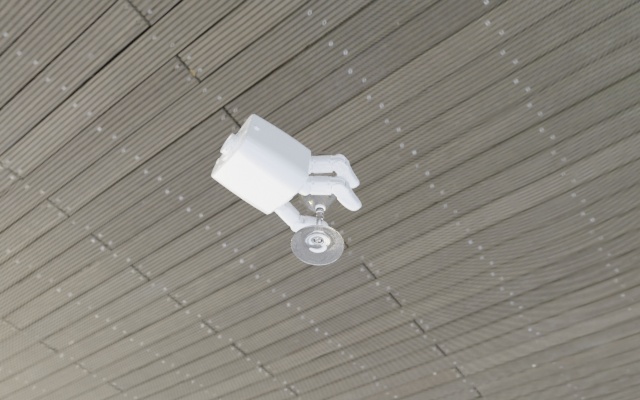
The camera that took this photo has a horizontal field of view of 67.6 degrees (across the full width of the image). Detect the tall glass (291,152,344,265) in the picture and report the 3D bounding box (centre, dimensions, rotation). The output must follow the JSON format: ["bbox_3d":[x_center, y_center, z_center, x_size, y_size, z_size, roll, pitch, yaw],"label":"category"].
[{"bbox_3d":[0.000,0.003,0.736,0.079,0.079,0.201,0,37,3],"label":"tall glass"}]
